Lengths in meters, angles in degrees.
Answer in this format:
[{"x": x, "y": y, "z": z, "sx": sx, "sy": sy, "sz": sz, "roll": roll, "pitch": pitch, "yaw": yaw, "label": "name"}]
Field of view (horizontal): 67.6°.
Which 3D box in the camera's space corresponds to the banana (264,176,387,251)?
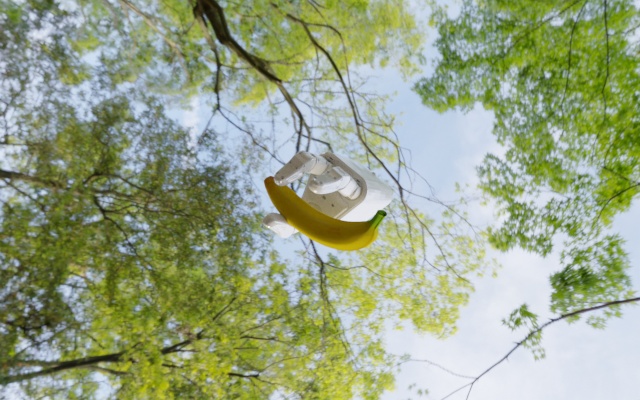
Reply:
[{"x": 0.000, "y": 0.021, "z": 0.605, "sx": 0.197, "sy": 0.069, "sz": 0.037, "roll": 17, "pitch": 15, "yaw": 36, "label": "banana"}]
